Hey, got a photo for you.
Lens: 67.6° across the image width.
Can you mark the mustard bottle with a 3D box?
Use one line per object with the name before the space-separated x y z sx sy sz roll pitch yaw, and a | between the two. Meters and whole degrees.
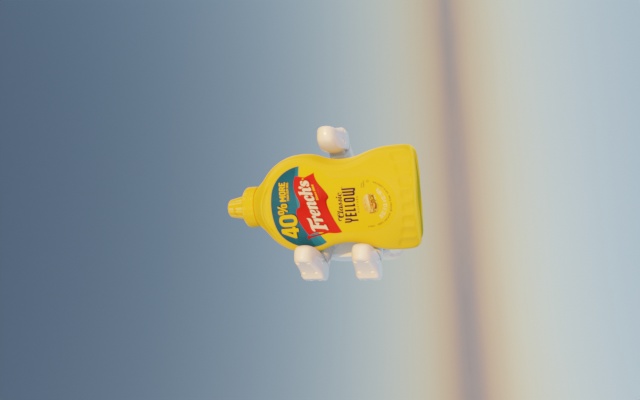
mustard bottle | 0.000 0.002 0.467 0.191 0.096 0.058 -4 12 16
